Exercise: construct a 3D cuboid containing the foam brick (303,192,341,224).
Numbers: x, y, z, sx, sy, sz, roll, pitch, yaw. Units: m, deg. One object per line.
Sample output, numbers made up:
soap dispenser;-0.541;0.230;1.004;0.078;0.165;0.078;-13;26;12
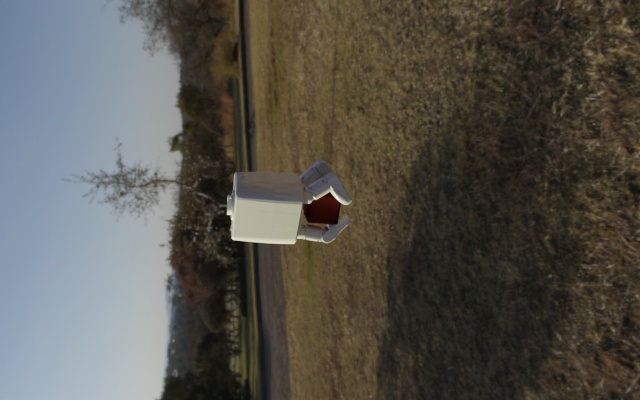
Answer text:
foam brick;0.000;0.003;0.818;0.051;0.053;0.078;4;17;-13
